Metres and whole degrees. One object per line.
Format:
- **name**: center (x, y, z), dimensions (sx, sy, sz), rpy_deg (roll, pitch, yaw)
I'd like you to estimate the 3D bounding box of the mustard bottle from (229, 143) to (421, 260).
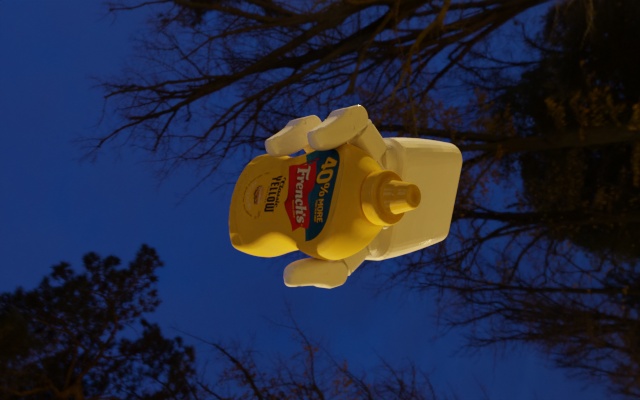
- **mustard bottle**: center (0.000, 0.001, 0.402), dimensions (0.191, 0.096, 0.058), rpy_deg (-3, -23, 46)
